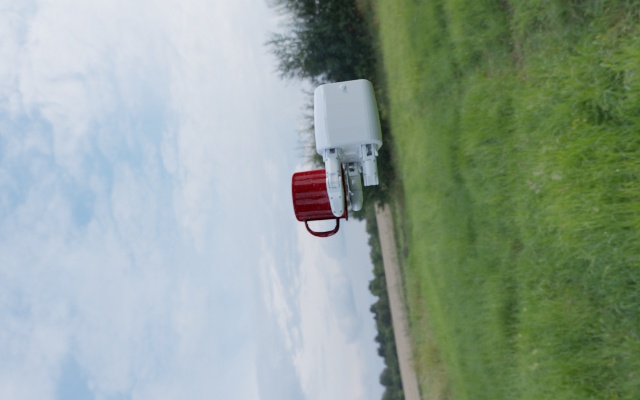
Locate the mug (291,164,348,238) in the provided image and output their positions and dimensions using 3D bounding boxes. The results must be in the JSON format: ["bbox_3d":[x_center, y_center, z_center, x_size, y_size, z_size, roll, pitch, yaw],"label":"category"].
[{"bbox_3d":[0.000,0.004,0.762,0.081,0.117,0.093,-6,-18,5],"label":"mug"}]
